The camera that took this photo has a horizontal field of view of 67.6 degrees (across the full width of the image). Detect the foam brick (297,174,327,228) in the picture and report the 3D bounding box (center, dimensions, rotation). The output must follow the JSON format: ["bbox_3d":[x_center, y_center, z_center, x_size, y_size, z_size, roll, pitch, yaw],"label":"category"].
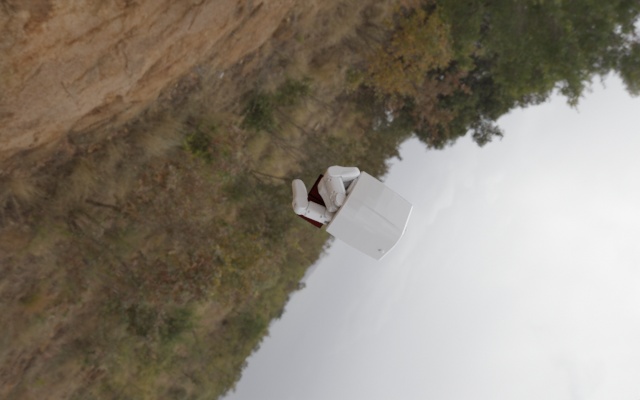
[{"bbox_3d":[0.000,0.003,0.838,0.051,0.053,0.078,31,-34,-1],"label":"foam brick"}]
